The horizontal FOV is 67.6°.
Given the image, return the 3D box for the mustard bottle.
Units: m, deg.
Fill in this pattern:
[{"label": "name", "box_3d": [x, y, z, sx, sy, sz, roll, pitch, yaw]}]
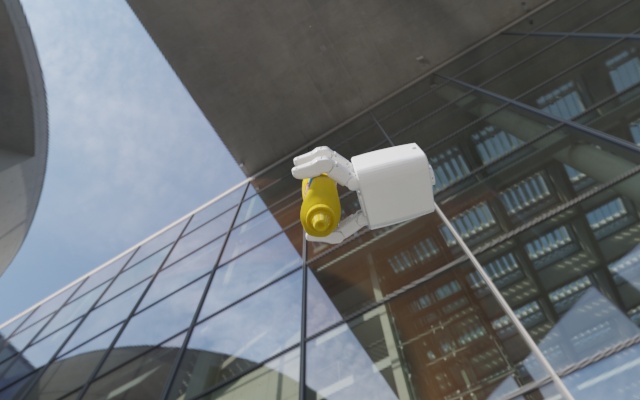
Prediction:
[{"label": "mustard bottle", "box_3d": [0.000, 0.002, 0.732, 0.058, 0.096, 0.191, 8, 20, -4]}]
